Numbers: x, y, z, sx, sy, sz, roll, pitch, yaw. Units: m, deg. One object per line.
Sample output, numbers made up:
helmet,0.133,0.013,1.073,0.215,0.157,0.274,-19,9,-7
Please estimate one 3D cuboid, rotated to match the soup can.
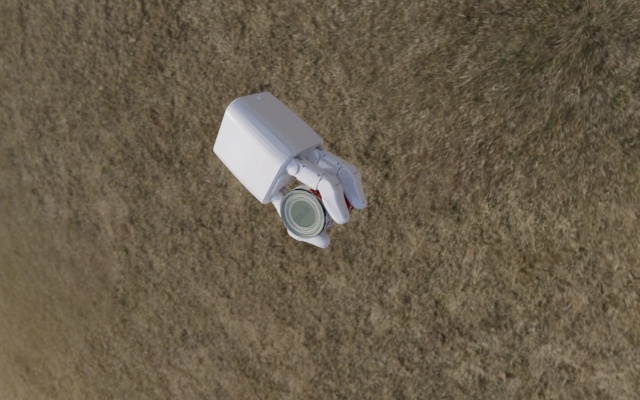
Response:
soup can,0.000,0.003,0.636,0.068,0.068,0.102,0,18,29
